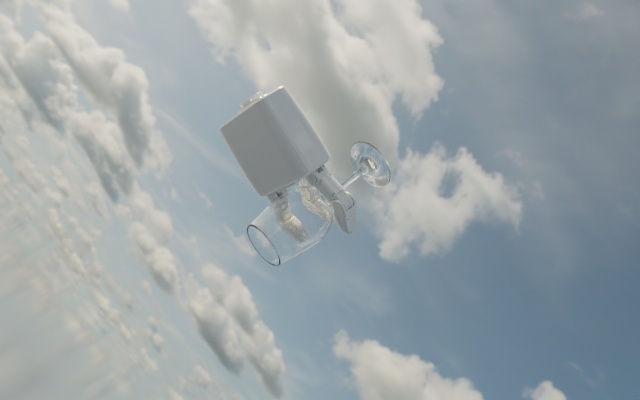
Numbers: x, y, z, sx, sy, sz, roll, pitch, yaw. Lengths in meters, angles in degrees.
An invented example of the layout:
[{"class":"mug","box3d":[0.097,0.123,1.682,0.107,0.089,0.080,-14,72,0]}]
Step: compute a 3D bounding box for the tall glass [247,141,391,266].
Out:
[{"class":"tall glass","box3d":[0.001,0.002,0.626,0.201,0.079,0.079,-38,20,-28]}]
